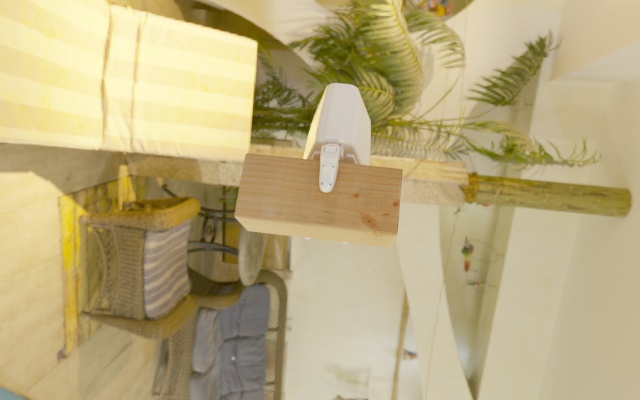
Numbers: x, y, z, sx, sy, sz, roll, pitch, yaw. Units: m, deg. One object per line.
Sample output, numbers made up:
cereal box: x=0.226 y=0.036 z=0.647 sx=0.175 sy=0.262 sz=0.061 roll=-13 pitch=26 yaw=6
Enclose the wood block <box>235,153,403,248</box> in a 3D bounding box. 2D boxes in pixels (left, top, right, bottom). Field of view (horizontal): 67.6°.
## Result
wood block: x=0.000 y=0.002 z=0.645 sx=0.206 sy=0.090 sz=0.091 roll=6 pitch=-16 yaw=5
